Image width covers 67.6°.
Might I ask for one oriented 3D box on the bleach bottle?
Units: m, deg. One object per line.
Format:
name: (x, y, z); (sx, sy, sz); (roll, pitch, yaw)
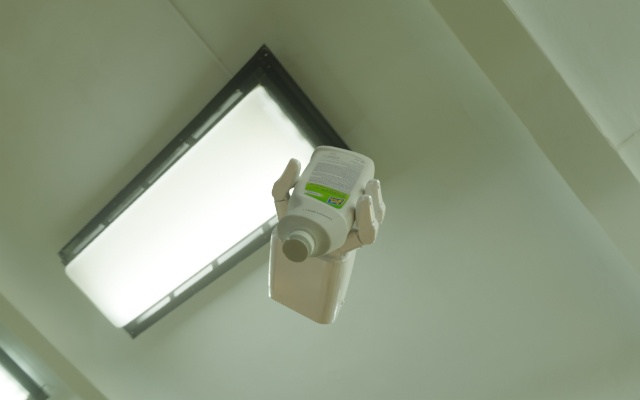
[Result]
bleach bottle: (0.000, 0.002, 0.607); (0.102, 0.068, 0.250); (13, 26, 11)
